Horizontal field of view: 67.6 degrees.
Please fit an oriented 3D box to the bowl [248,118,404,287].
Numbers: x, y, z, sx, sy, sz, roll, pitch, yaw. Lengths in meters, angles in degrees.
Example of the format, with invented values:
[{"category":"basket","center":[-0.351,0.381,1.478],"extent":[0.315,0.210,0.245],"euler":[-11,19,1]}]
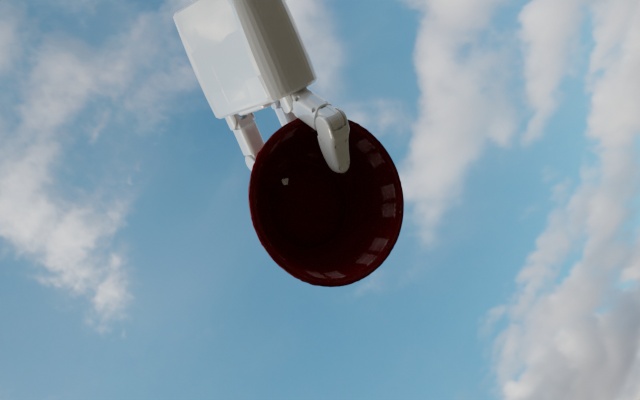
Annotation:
[{"category":"bowl","center":[0.000,0.003,0.465],"extent":[0.162,0.162,0.055],"euler":[0,-7,-26]}]
